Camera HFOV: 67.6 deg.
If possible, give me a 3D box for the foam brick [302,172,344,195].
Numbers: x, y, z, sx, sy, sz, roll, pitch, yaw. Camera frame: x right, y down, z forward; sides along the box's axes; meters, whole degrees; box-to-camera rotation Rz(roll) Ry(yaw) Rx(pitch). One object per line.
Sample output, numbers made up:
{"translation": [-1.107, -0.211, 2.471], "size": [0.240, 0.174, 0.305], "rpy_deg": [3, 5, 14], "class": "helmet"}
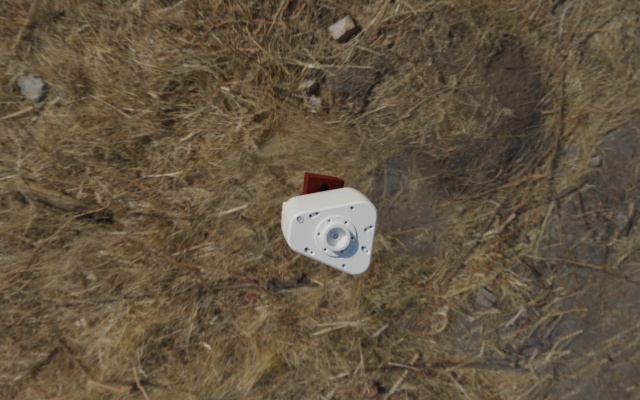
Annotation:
{"translation": [0.000, 0.002, 0.691], "size": [0.053, 0.078, 0.051], "rpy_deg": [6, 7, -9], "class": "foam brick"}
